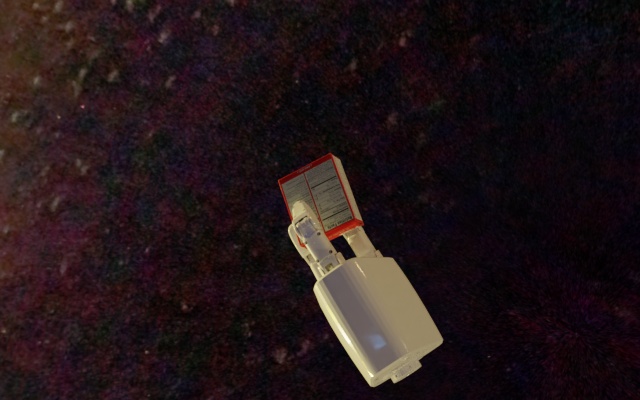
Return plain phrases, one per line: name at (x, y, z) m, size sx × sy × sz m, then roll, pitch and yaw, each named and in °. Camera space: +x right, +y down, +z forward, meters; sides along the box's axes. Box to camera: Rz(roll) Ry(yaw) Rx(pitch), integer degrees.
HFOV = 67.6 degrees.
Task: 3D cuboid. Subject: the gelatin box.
gelatin box at (0.000, 0.001, 0.547) m, size 0.073 × 0.089 × 0.030 m, roll -27°, pitch -20°, yaw 18°
